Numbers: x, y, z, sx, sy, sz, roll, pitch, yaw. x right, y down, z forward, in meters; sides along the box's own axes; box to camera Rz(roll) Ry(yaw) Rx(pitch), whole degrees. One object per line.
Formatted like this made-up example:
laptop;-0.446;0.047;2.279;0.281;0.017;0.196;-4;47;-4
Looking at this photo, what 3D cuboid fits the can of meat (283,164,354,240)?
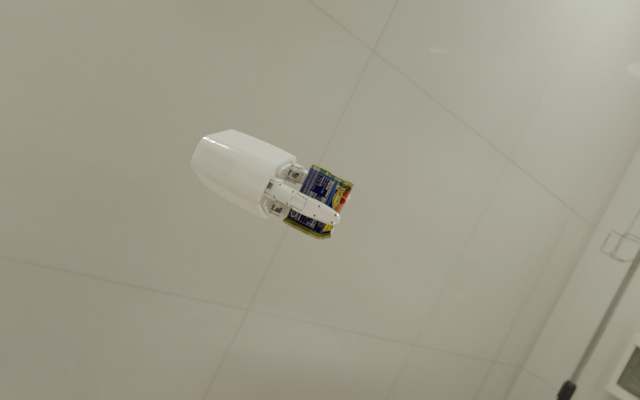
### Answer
can of meat;0.000;0.002;0.646;0.057;0.084;0.102;26;3;11
